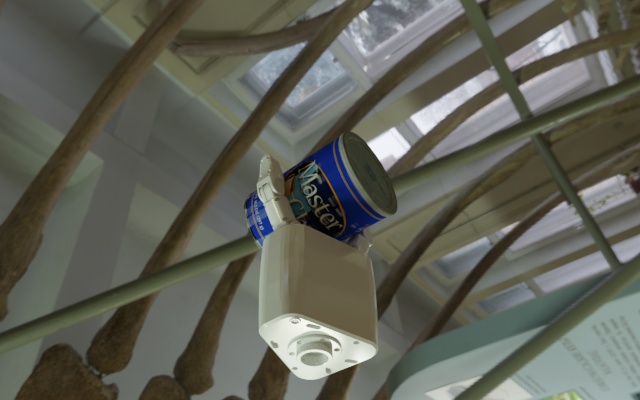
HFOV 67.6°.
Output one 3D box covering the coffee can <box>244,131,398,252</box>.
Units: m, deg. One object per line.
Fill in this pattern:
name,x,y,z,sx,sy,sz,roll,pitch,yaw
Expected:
coffee can,0.000,0.002,0.538,0.140,0.102,0.103,-31,-14,24
